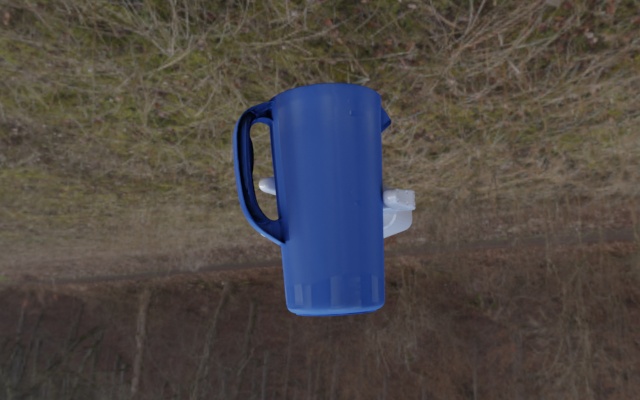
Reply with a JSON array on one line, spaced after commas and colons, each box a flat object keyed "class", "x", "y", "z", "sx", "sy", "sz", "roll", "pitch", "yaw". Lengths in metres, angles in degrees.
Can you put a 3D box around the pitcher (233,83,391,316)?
[{"class": "pitcher", "x": 0.000, "y": 0.002, "z": 0.535, "sx": 0.149, "sy": 0.243, "sz": 0.145, "roll": -7, "pitch": -9, "yaw": 23}]
